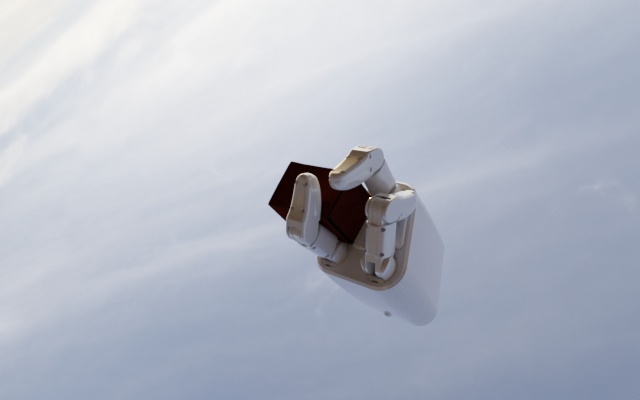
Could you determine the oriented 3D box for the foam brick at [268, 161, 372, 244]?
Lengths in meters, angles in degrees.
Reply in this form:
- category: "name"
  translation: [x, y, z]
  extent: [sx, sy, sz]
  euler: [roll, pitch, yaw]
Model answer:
- category: "foam brick"
  translation: [0.000, 0.001, 0.459]
  extent: [0.078, 0.053, 0.051]
  euler: [13, -23, 40]
